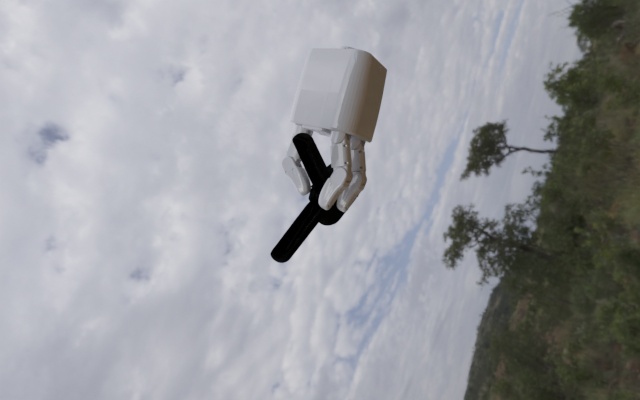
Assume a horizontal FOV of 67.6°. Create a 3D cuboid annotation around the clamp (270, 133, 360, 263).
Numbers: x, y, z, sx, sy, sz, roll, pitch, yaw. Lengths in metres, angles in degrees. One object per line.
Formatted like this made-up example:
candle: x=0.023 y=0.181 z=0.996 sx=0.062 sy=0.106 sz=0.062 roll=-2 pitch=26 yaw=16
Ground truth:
clamp: x=0.000 y=0.002 z=0.666 sx=0.036 sy=0.164 sz=0.210 roll=18 pitch=5 yaw=25
